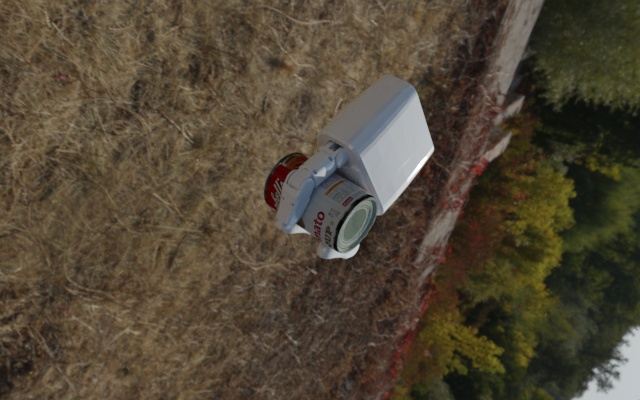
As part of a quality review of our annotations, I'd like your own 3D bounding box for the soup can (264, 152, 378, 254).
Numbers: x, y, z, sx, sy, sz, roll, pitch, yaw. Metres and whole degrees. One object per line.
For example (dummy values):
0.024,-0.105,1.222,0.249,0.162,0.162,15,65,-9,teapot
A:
0.000,0.002,0.497,0.102,0.068,0.068,32,17,29,soup can
